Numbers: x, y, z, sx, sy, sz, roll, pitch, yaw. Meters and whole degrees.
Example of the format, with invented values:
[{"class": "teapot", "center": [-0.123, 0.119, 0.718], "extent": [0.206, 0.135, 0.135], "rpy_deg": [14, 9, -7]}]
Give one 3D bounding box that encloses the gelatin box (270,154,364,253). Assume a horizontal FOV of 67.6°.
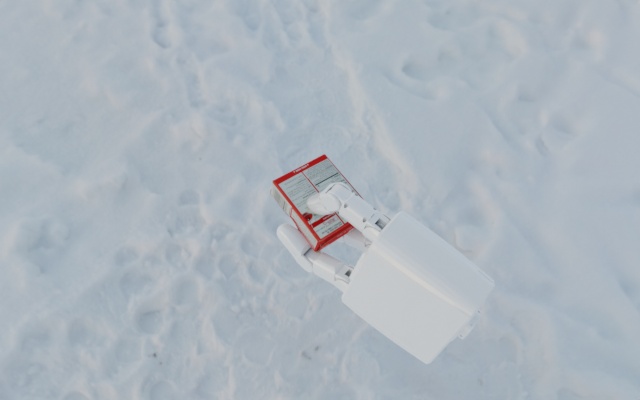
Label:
[{"class": "gelatin box", "center": [0.000, 0.001, 0.520], "extent": [0.073, 0.089, 0.030], "rpy_deg": [-30, -20, -25]}]
